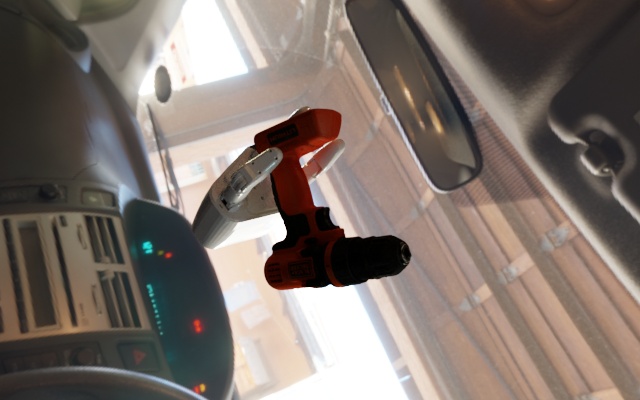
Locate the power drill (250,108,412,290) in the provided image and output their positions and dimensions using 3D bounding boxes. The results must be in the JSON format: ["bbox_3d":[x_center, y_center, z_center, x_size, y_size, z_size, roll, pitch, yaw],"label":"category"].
[{"bbox_3d":[0.000,0.001,0.515,0.184,0.187,0.057,-14,-8,37],"label":"power drill"}]
